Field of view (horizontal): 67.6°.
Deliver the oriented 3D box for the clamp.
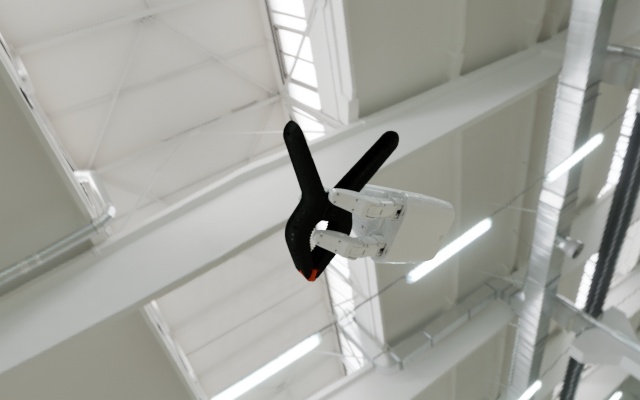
[{"bbox_3d":[0.000,0.002,0.573,0.164,0.210,0.036,7,21,-39],"label":"clamp"}]
